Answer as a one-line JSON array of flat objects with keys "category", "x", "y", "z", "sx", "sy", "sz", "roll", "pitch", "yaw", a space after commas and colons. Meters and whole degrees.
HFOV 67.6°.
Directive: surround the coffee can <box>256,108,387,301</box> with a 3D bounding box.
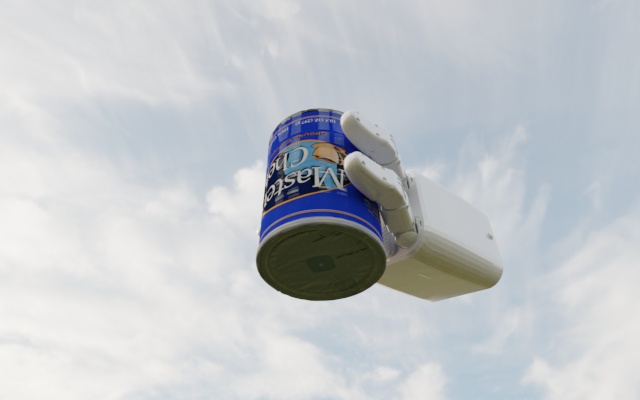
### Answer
[{"category": "coffee can", "x": 0.000, "y": 0.001, "z": 0.421, "sx": 0.103, "sy": 0.140, "sz": 0.103, "roll": 0, "pitch": -44, "yaw": 0}]
